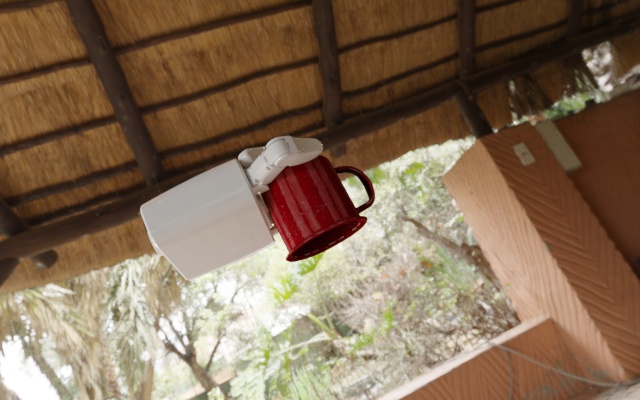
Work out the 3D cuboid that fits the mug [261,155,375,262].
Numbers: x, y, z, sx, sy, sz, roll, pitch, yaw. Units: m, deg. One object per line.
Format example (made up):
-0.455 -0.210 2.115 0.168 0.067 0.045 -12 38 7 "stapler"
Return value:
0.001 0.001 0.498 0.117 0.081 0.093 -25 -16 -9 "mug"
